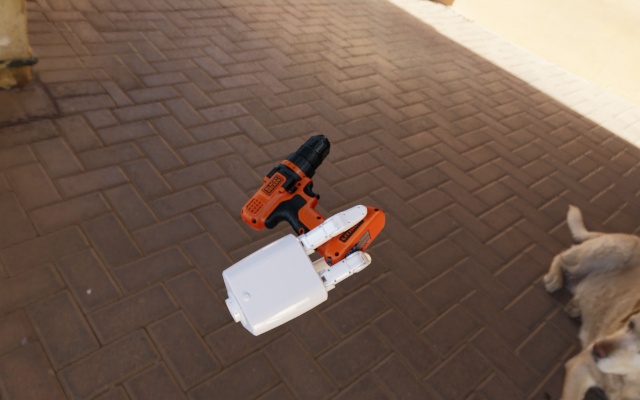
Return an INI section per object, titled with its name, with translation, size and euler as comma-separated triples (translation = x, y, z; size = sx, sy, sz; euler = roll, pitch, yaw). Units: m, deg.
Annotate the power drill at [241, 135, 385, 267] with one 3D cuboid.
[power drill]
translation = 0.000, 0.003, 0.707
size = 0.187, 0.184, 0.057
euler = 34, -14, 28
